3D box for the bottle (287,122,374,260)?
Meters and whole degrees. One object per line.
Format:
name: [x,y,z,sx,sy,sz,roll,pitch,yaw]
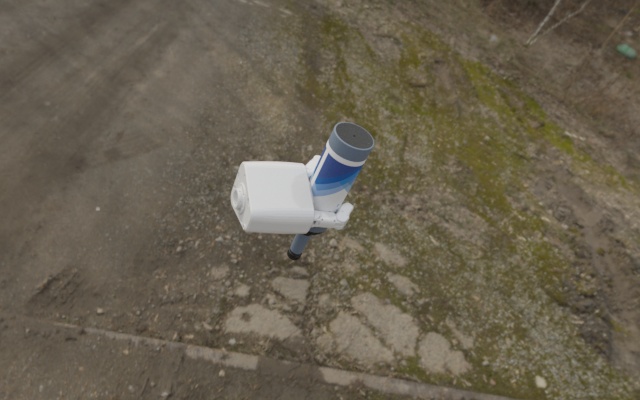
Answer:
bottle: [0.000,0.003,0.817,0.069,0.069,0.296,0,-43,-29]
